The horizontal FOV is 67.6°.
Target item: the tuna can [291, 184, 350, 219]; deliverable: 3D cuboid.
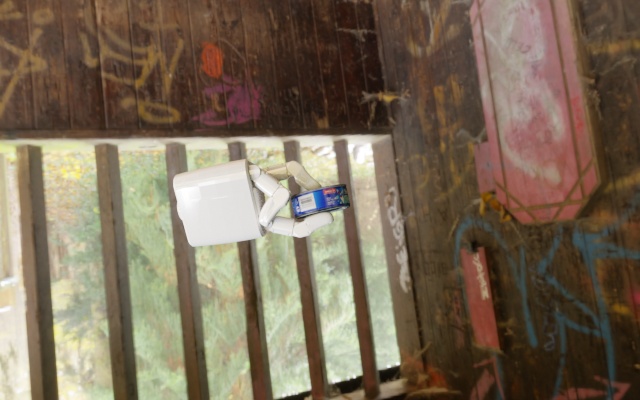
[{"bbox_3d":[0.000,0.003,0.707,0.086,0.033,0.086,-13,-6,-1],"label":"tuna can"}]
